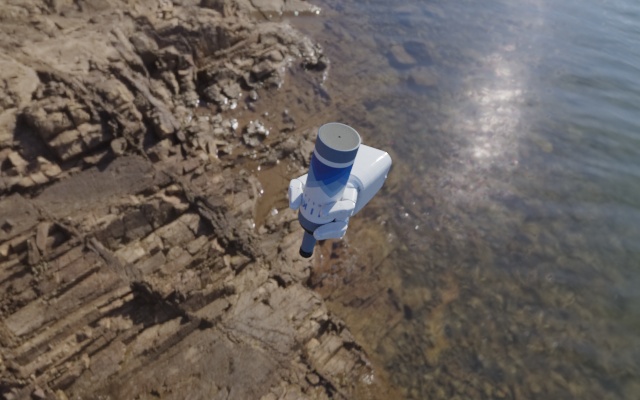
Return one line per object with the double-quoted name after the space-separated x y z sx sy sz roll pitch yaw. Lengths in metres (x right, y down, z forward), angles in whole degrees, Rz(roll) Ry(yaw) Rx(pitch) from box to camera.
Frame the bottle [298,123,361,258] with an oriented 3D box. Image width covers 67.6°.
0.000 0.003 0.821 0.069 0.069 0.296 0 -42 -15 "bottle"
